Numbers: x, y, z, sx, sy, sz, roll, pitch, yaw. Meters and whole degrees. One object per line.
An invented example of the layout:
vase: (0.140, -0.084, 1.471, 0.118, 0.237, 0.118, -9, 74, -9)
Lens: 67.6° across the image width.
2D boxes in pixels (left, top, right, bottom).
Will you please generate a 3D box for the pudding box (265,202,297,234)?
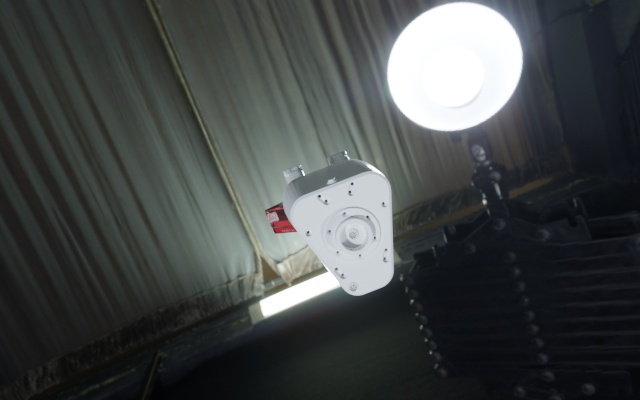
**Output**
pudding box: (0.000, 0.002, 0.586, 0.113, 0.039, 0.090, -25, 8, -30)
